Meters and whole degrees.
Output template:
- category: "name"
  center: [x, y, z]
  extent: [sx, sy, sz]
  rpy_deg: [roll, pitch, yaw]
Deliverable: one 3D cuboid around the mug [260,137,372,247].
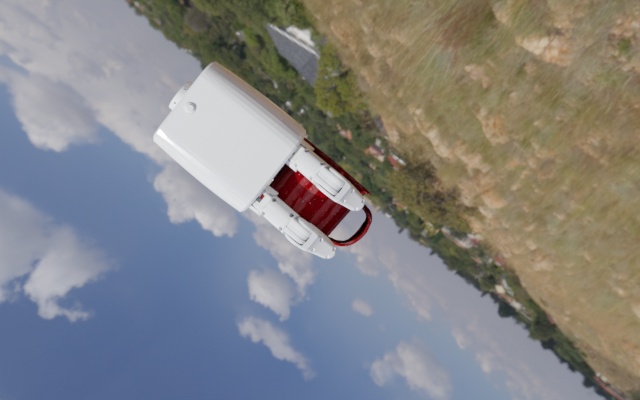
- category: "mug"
  center: [0.001, 0.003, 0.500]
  extent: [0.117, 0.081, 0.093]
  rpy_deg: [39, 4, -12]
